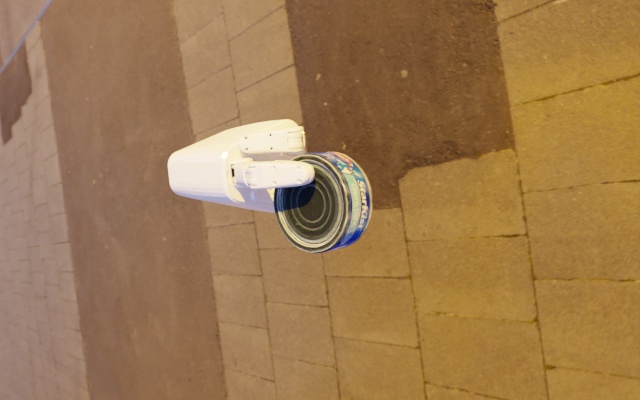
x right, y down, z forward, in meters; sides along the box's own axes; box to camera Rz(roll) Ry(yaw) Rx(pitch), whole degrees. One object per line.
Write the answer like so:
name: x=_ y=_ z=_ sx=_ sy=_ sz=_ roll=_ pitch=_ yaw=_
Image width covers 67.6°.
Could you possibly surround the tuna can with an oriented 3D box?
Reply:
tuna can: x=0.000 y=0.001 z=0.408 sx=0.086 sy=0.086 sz=0.034 roll=0 pitch=5 yaw=40
